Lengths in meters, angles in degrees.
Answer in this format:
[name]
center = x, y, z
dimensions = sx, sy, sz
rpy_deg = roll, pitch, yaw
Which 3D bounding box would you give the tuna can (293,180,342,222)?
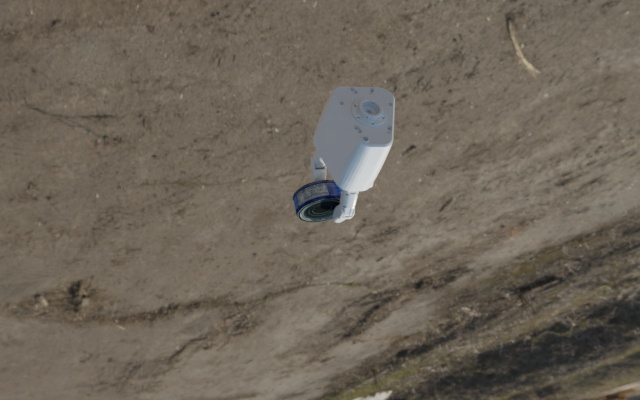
[tuna can]
center = 0.000, 0.003, 0.767
dimensions = 0.086, 0.033, 0.086
rpy_deg = -11, -26, -5
